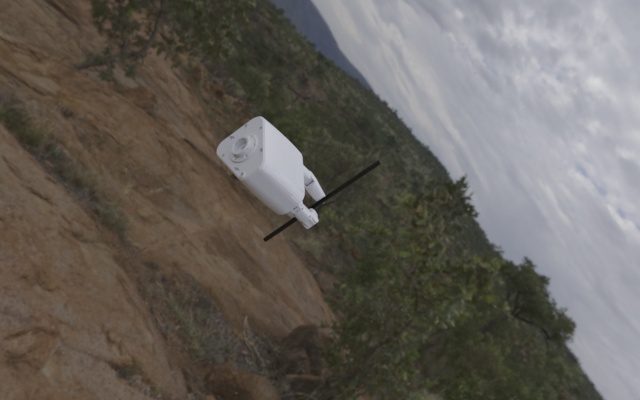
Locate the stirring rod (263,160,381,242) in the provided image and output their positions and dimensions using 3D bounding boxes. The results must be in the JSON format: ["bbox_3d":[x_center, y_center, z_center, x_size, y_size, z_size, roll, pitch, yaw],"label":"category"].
[{"bbox_3d":[0.000,0.003,0.813,0.239,0.011,0.011,-34,-7,10],"label":"stirring rod"}]
